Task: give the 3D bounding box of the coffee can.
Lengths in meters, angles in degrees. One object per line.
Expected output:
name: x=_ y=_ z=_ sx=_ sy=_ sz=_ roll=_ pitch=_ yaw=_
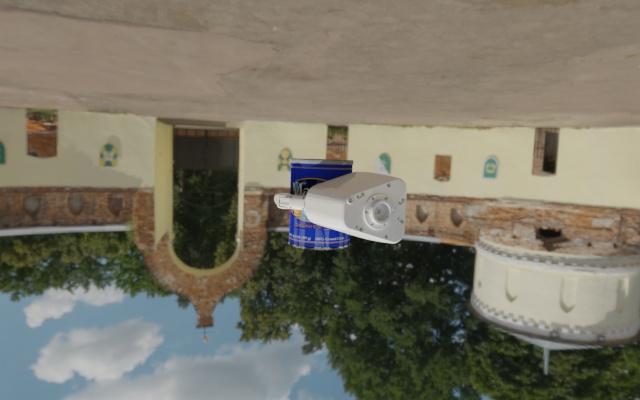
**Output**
coffee can: x=0.000 y=0.002 z=0.782 sx=0.103 sy=0.140 sz=0.103 roll=2 pitch=5 yaw=0
